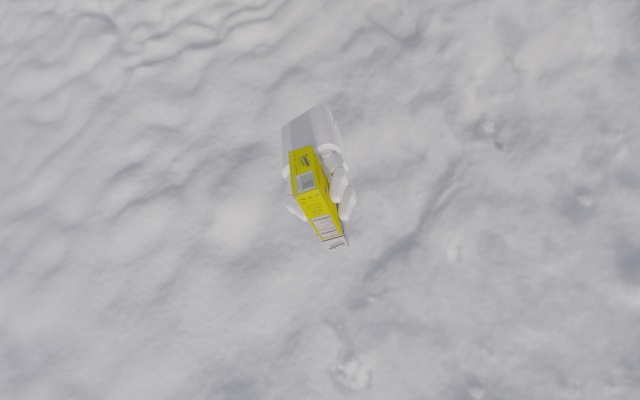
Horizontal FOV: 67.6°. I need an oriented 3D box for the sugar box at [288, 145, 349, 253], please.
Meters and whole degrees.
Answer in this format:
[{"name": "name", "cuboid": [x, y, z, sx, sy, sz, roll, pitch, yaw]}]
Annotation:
[{"name": "sugar box", "cuboid": [0.001, 0.002, 0.776, 0.048, 0.093, 0.176, -17, -37, 12]}]
